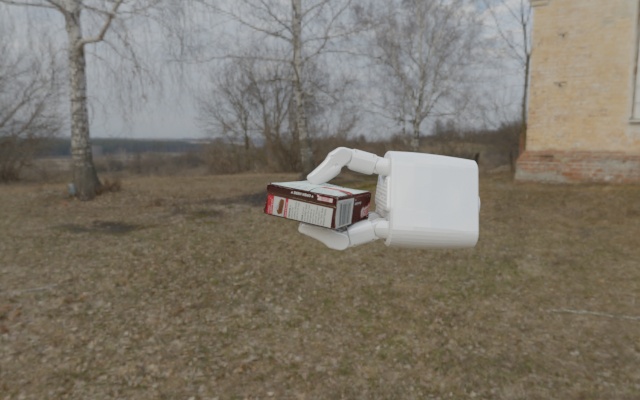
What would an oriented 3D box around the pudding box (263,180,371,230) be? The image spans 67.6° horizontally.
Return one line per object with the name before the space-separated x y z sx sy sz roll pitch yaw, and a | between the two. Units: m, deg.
pudding box | 0.000 0.002 0.562 0.090 0.039 0.113 11 7 23
